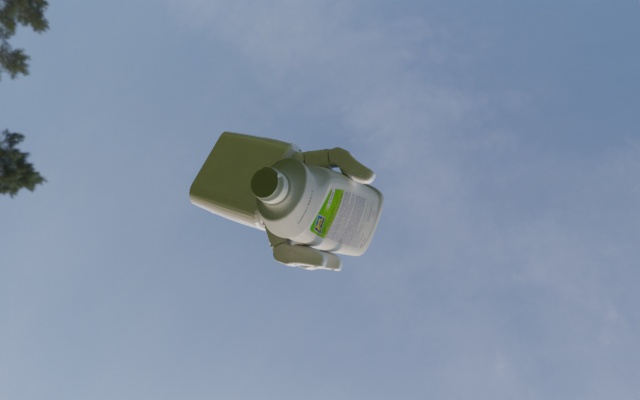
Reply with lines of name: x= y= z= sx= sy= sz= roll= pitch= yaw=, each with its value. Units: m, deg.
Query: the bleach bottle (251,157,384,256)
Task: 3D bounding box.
bleach bottle: x=0.000 y=0.002 z=0.536 sx=0.068 sy=0.102 sz=0.251 roll=16 pitch=-5 yaw=25
